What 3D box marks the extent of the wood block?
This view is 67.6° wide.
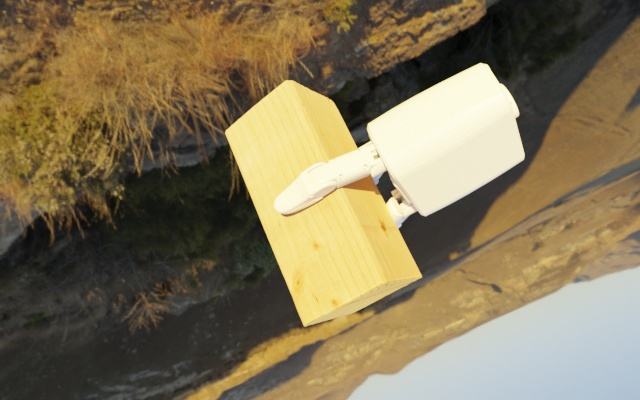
[{"bbox_3d":[0.000,0.001,0.461,0.090,0.206,0.091,-34,-20,25],"label":"wood block"}]
